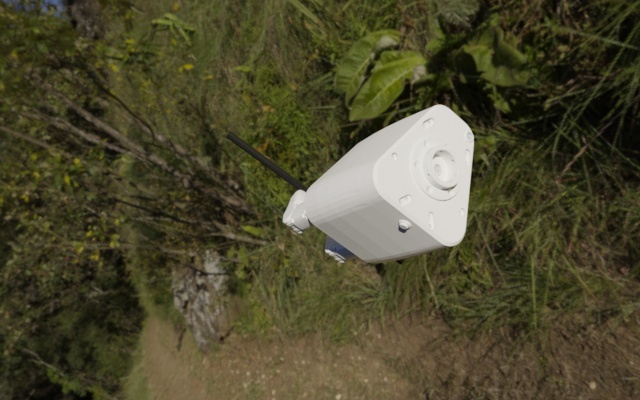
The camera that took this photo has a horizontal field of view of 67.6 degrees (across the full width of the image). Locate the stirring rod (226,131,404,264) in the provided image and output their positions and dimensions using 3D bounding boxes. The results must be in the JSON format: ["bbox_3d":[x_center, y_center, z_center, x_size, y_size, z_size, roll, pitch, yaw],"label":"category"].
[{"bbox_3d":[0.000,0.002,0.513,0.239,0.011,0.011,36,-12,-17],"label":"stirring rod"}]
